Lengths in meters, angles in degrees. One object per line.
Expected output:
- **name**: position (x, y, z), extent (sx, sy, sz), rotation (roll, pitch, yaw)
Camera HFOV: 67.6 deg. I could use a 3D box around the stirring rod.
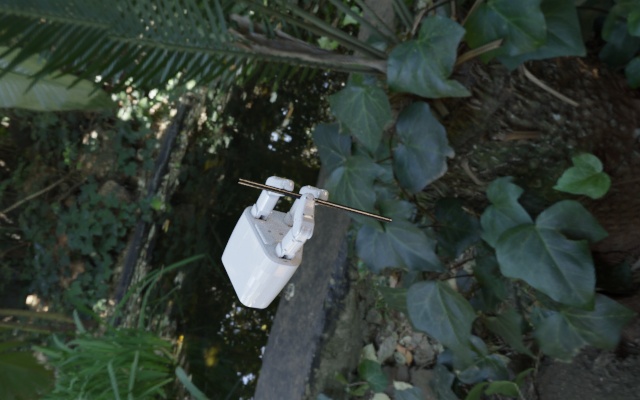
- **stirring rod**: position (0.000, 0.002, 0.653), extent (0.239, 0.011, 0.011), rotation (15, -7, -28)
